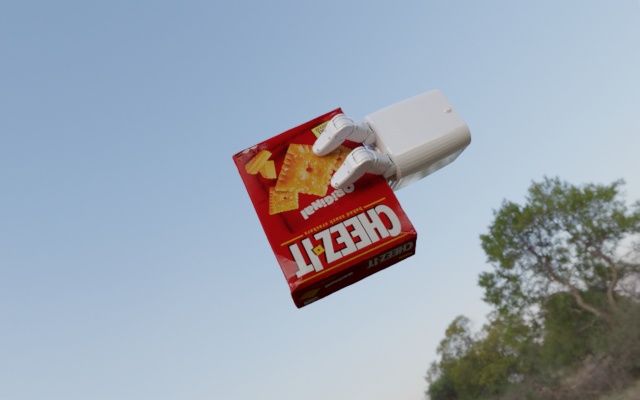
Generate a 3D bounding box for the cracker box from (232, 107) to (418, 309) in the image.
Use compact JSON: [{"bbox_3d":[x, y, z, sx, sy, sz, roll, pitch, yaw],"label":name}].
[{"bbox_3d":[0.000,0.002,0.610,0.164,0.213,0.072,-24,-29,-6],"label":"cracker box"}]
